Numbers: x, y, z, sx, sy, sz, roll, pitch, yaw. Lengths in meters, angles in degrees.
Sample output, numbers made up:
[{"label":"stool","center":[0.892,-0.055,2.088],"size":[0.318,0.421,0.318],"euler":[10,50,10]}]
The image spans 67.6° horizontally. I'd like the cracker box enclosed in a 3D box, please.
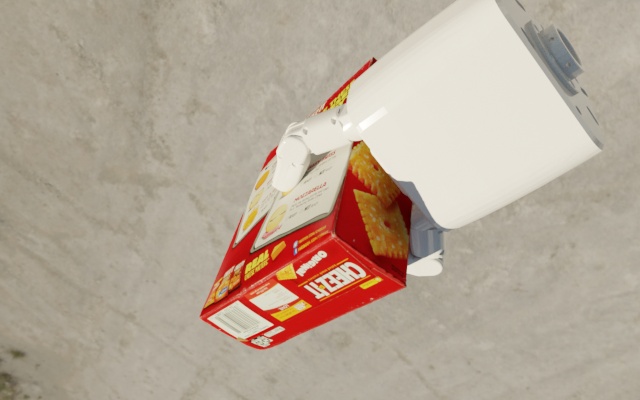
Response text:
[{"label":"cracker box","center":[0.000,0.001,0.405],"size":[0.072,0.213,0.164],"euler":[37,-49,-20]}]
